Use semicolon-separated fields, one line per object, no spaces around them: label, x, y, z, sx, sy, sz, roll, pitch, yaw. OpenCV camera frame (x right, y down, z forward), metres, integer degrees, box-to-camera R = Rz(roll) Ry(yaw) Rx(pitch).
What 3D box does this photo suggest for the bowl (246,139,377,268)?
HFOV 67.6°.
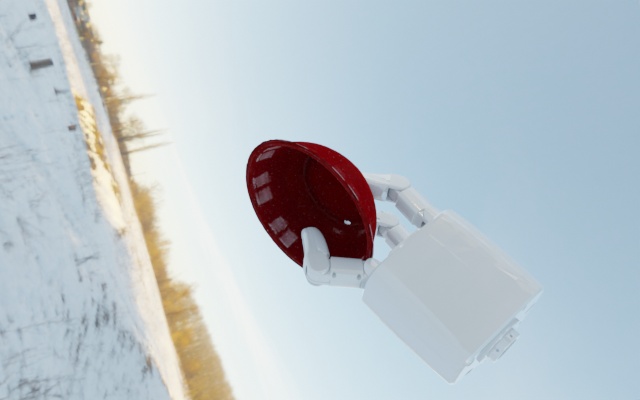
bowl;-0.001;0.000;0.479;0.162;0.162;0.055;0;31;46
